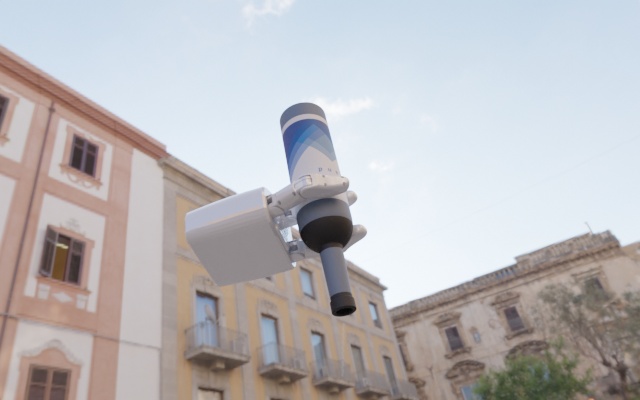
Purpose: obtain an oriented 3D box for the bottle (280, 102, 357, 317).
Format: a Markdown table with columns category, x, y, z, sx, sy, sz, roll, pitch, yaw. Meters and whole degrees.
| category | x | y | z | sx | sy | sz | roll | pitch | yaw |
| --- | --- | --- | --- | --- | --- | --- | --- | --- | --- |
| bottle | 0.000 | 0.002 | 0.597 | 0.069 | 0.295 | 0.069 | -8 | -35 | -6 |
